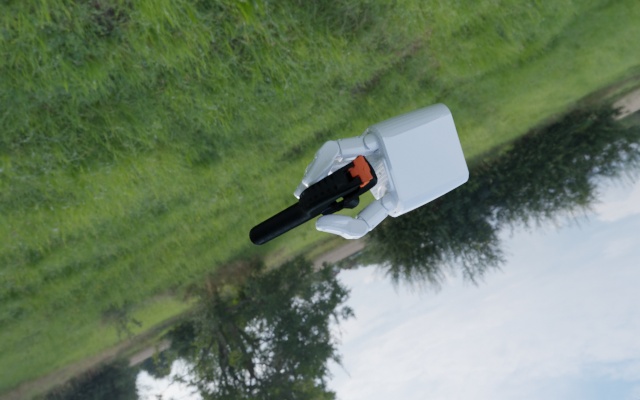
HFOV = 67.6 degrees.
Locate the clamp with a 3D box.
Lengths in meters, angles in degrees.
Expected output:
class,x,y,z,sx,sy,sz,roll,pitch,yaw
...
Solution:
class,x,y,z,sx,sy,sz,roll,pitch,yaw
clamp,0.001,0.002,0.561,0.164,0.036,0.210,-23,-8,-18
